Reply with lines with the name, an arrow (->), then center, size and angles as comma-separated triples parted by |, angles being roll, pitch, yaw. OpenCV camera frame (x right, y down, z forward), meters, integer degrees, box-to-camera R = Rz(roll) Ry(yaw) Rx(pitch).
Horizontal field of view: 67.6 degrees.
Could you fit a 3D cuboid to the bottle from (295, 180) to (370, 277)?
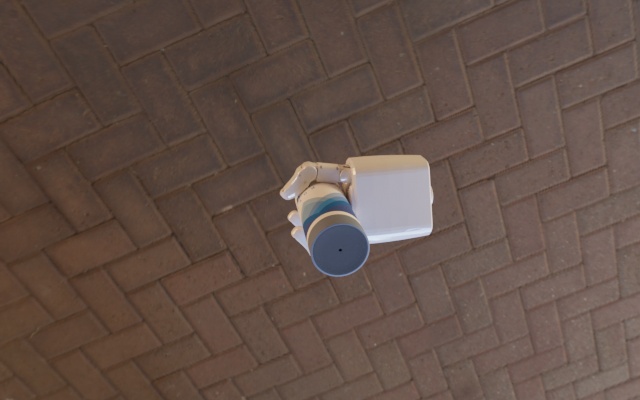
bottle -> 0.000, 0.002, 0.658 | 0.069, 0.069, 0.295 | 0, 21, -9
